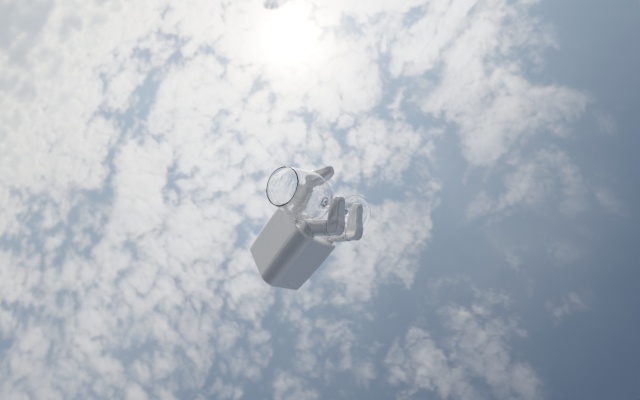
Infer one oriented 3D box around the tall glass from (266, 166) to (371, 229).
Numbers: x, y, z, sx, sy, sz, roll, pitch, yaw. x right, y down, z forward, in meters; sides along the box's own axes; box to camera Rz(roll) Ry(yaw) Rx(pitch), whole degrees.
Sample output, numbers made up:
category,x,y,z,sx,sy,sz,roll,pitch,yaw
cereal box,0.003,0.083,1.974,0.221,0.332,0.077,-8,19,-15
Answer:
category,x,y,z,sx,sy,sz,roll,pitch,yaw
tall glass,0.001,0.003,0.779,0.079,0.079,0.201,0,-14,36
